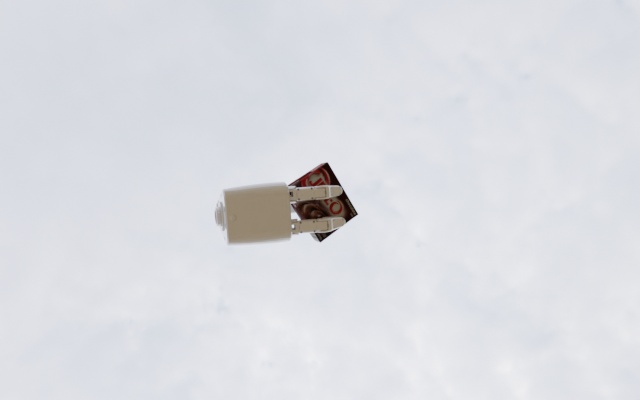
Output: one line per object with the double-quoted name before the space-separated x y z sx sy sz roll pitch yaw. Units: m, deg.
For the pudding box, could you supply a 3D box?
"pudding box" 0.000 0.003 0.838 0.090 0.113 0.039 -35 14 -18
